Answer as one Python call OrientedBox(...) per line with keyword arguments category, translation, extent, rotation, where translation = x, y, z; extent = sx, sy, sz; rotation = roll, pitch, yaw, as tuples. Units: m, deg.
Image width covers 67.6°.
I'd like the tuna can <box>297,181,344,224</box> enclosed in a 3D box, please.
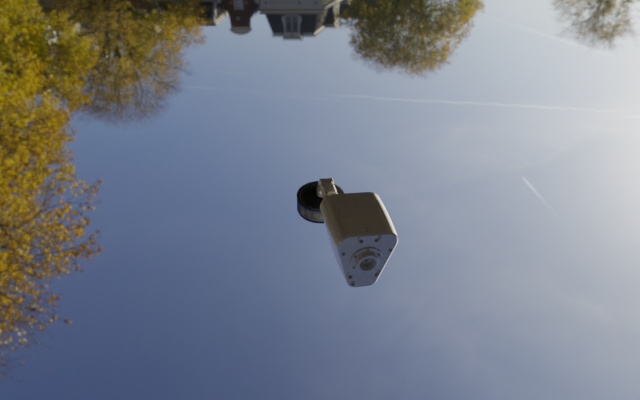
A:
OrientedBox(category="tuna can", translation=(0.000, 0.003, 0.856), extent=(0.086, 0.034, 0.086), rotation=(1, 37, -1))
